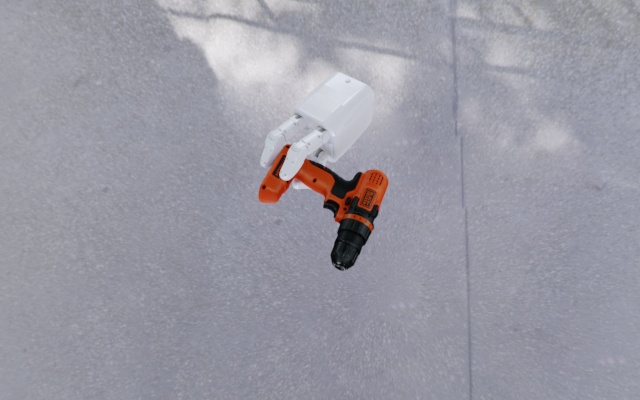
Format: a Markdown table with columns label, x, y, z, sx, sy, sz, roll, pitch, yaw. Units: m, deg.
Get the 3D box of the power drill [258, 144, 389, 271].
| label | x | y | z | sx | sy | sz | roll | pitch | yaw |
| --- | --- | --- | --- | --- | --- | --- | --- | --- | --- |
| power drill | 0.000 | 0.002 | 0.760 | 0.187 | 0.184 | 0.057 | 24 | -31 | 3 |
